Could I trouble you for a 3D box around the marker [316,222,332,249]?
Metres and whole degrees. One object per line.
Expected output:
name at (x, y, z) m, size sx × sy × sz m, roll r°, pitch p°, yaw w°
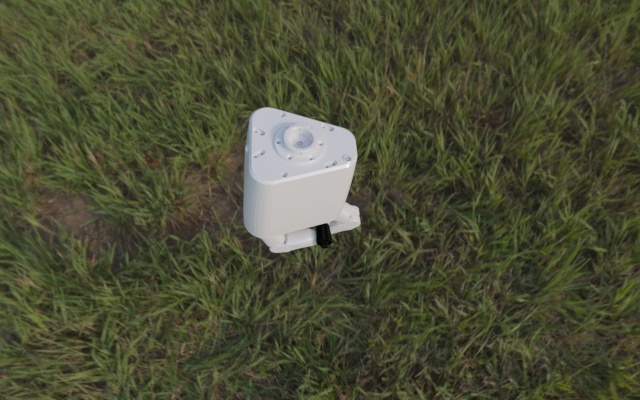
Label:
marker at (0.000, 0.002, 0.580) m, size 0.020 × 0.121 × 0.020 m, roll -4°, pitch -30°, yaw -2°
